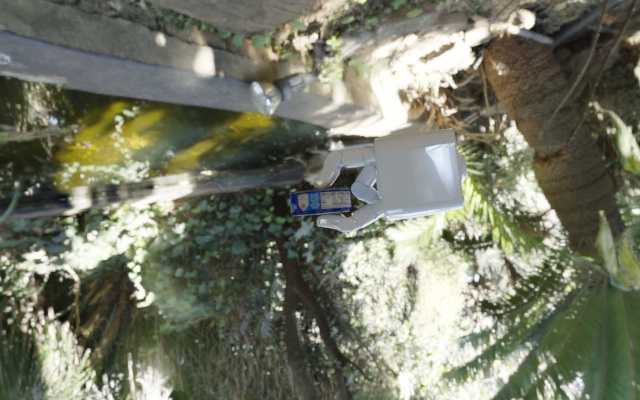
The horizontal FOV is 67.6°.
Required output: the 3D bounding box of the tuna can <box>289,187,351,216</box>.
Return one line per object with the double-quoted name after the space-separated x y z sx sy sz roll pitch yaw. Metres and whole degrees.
0.000 0.003 0.664 0.086 0.034 0.086 -5 -2 0 "tuna can"
